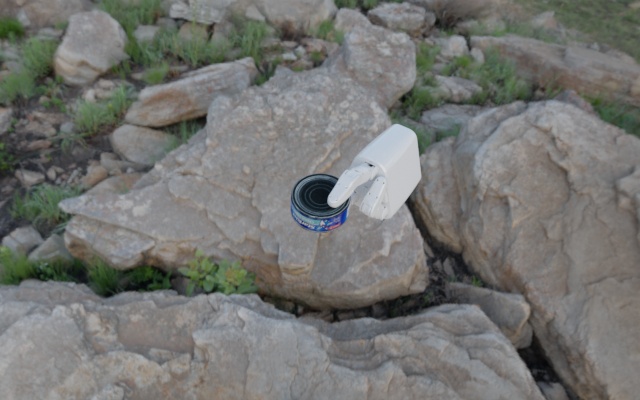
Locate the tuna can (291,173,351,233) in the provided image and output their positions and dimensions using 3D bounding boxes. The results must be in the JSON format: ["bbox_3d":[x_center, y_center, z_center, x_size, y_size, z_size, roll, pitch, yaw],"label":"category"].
[{"bbox_3d":[0.000,0.002,0.679,0.086,0.086,0.034,0,-40,-3],"label":"tuna can"}]
